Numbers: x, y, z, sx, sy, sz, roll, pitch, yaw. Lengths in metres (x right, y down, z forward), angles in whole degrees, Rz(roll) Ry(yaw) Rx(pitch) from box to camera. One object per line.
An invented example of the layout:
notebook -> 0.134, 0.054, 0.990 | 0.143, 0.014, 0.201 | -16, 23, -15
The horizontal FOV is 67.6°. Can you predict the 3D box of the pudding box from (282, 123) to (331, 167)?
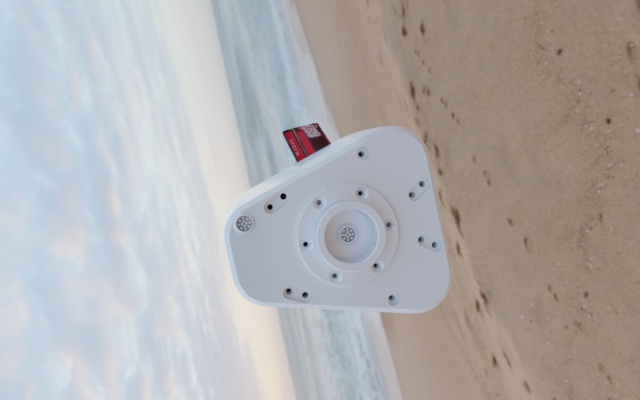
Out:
pudding box -> 0.000, 0.001, 0.411 | 0.039, 0.114, 0.090 | -12, 31, -7
